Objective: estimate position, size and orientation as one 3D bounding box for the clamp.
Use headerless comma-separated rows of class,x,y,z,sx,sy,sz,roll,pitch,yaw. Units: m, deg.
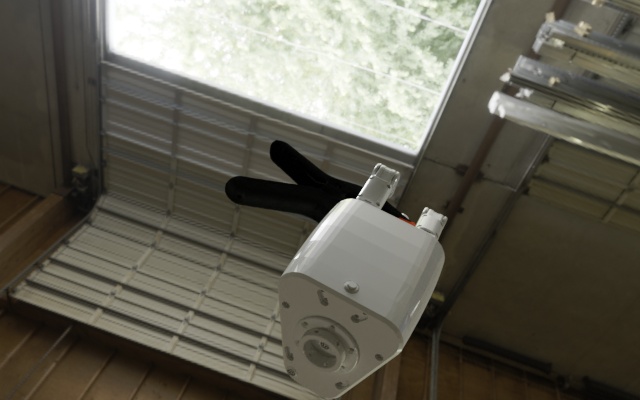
clamp,0.000,0.002,0.441,0.171,0.039,0.120,27,36,13
